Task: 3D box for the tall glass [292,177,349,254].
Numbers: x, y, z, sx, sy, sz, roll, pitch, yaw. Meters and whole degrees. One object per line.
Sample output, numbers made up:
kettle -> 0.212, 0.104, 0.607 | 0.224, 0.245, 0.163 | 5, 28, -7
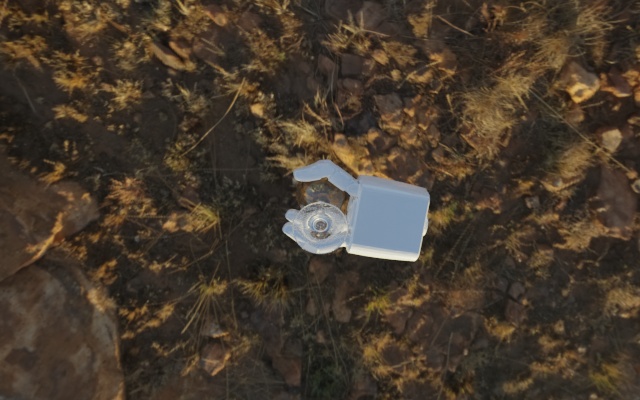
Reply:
tall glass -> 0.000, 0.003, 0.719 | 0.079, 0.079, 0.201 | 0, 21, 0
